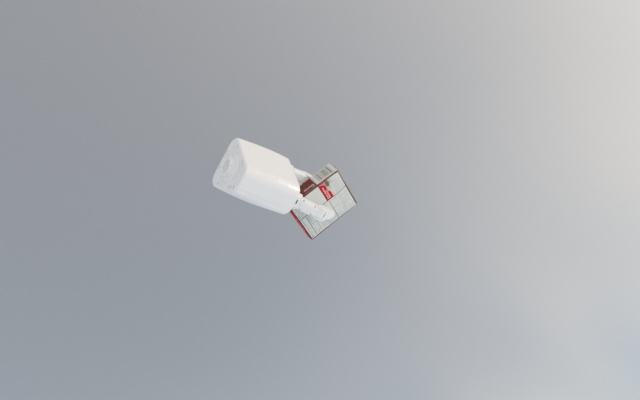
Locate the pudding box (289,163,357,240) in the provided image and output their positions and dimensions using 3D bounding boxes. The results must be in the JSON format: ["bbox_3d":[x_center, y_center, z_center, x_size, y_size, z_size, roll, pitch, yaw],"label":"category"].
[{"bbox_3d":[0.000,0.003,0.866,0.113,0.090,0.039,-37,36,-6],"label":"pudding box"}]
